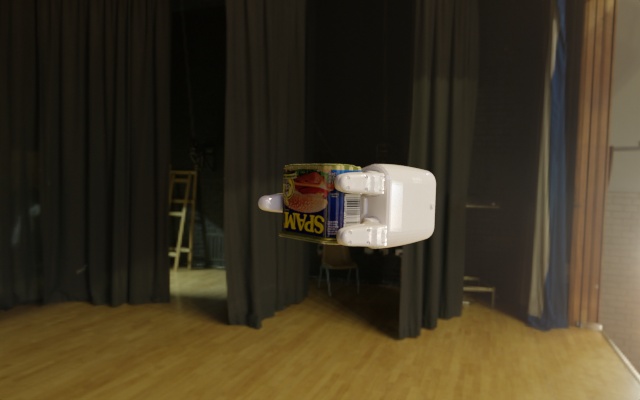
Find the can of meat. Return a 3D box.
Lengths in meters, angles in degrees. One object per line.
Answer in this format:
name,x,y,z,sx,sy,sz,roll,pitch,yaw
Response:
can of meat,0.000,0.001,0.537,0.057,0.084,0.102,0,3,-41
